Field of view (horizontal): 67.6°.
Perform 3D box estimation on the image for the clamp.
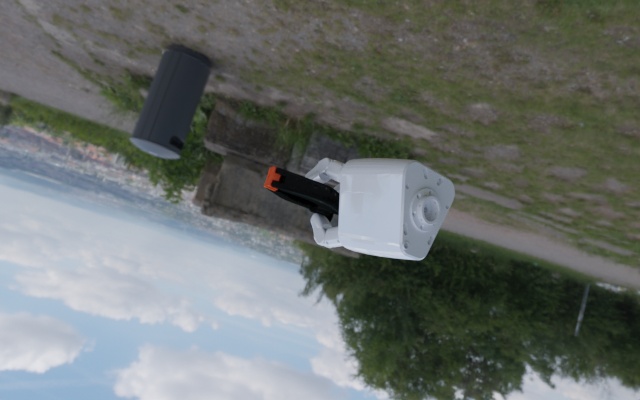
[{"bbox_3d":[0.000,0.003,0.681,0.210,0.036,0.164,23,-12,-35],"label":"clamp"}]
